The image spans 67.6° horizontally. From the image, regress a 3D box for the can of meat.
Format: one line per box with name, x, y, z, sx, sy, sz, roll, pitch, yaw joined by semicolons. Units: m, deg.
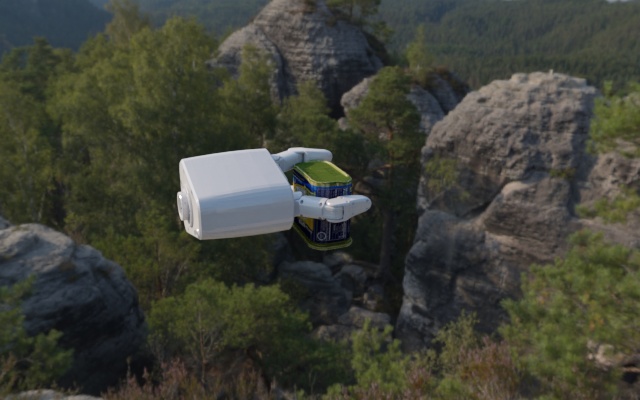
can of meat;0.000;0.002;0.597;0.057;0.084;0.102;-7;22;-21
